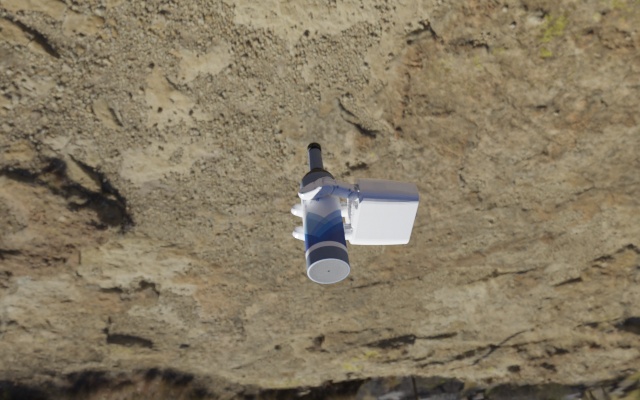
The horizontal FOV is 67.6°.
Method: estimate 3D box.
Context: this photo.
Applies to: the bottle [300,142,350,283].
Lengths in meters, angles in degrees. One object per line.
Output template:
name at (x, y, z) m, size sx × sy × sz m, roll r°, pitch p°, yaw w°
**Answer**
bottle at (0.000, 0.003, 0.833) m, size 0.069 × 0.295 × 0.069 m, roll -4°, pitch -43°, yaw -3°
